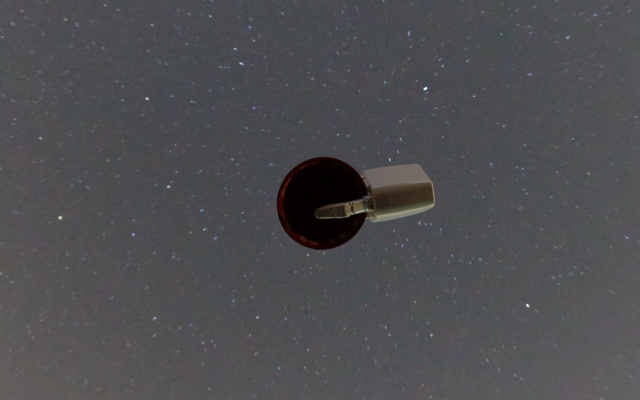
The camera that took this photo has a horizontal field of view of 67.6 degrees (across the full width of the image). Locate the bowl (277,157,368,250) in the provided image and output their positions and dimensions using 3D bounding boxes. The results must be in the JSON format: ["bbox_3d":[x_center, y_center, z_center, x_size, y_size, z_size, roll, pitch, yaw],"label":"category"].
[{"bbox_3d":[-0.001,0.003,0.843,0.162,0.162,0.055,0,8,-12],"label":"bowl"}]
